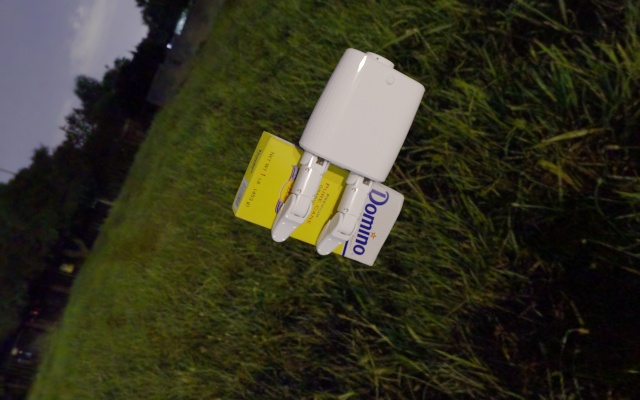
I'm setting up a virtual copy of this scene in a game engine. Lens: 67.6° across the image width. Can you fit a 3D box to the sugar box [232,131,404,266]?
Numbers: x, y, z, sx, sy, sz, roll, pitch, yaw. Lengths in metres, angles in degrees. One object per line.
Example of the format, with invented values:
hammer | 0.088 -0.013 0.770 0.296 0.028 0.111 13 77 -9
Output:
sugar box | 0.000 0.002 0.533 0.176 0.093 0.048 22 9 -21
